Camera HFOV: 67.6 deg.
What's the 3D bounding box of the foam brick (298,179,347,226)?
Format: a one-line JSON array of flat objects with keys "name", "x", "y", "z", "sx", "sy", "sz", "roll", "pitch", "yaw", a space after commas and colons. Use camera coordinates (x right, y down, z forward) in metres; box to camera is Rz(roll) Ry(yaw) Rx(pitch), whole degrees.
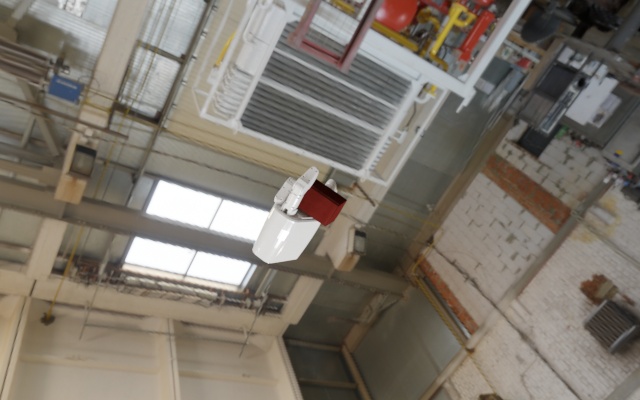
[{"name": "foam brick", "x": 0.000, "y": 0.003, "z": 0.895, "sx": 0.078, "sy": 0.051, "sz": 0.053, "roll": 35, "pitch": 20, "yaw": 13}]
